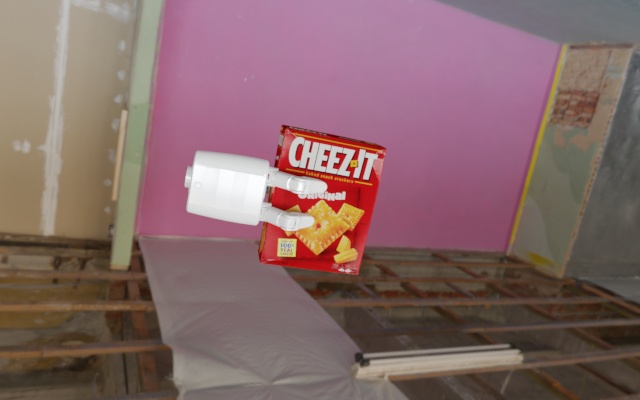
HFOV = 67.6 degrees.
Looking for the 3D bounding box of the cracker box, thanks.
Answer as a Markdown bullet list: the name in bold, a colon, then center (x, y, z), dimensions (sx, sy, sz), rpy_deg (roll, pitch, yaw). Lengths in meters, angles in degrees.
- **cracker box**: center (0.000, 0.003, 0.758), dimensions (0.164, 0.214, 0.072), rpy_deg (10, 11, -12)
